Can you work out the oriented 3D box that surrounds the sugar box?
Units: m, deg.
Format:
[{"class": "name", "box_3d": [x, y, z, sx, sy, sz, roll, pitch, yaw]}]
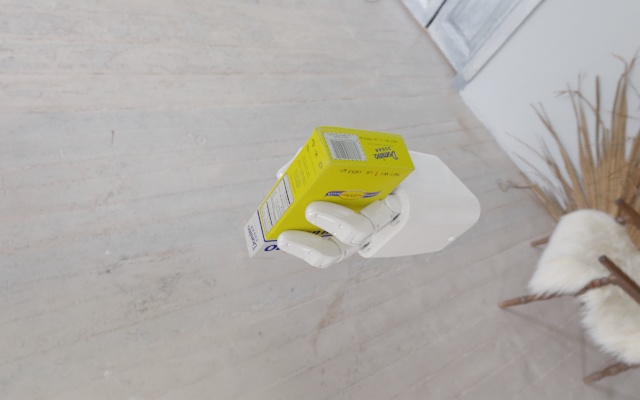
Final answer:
[{"class": "sugar box", "box_3d": [0.000, 0.002, 0.462, 0.093, 0.048, 0.176, 2, -35, -31]}]
